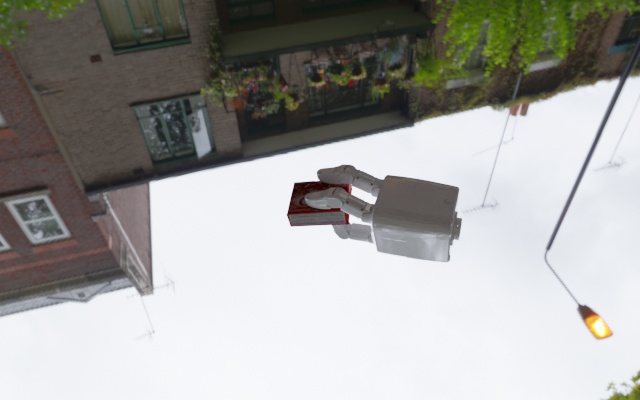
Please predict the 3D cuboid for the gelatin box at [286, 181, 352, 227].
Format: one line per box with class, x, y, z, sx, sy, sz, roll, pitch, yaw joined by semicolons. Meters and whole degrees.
gelatin box;0.000;0.003;0.703;0.089;0.030;0.073;-4;41;11
